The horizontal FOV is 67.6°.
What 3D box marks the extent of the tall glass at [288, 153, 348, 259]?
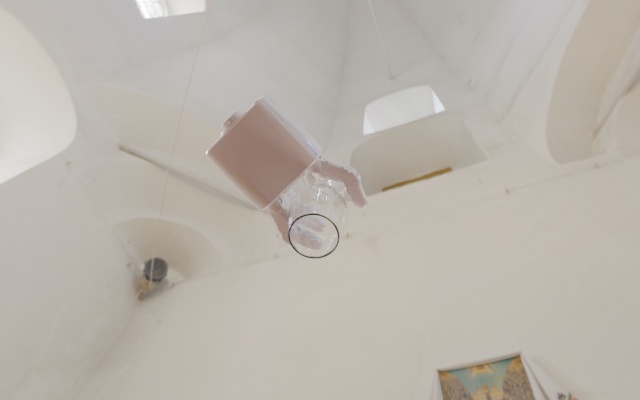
[{"bbox_3d":[0.000,0.002,0.659,0.079,0.079,0.201,0,25,5],"label":"tall glass"}]
